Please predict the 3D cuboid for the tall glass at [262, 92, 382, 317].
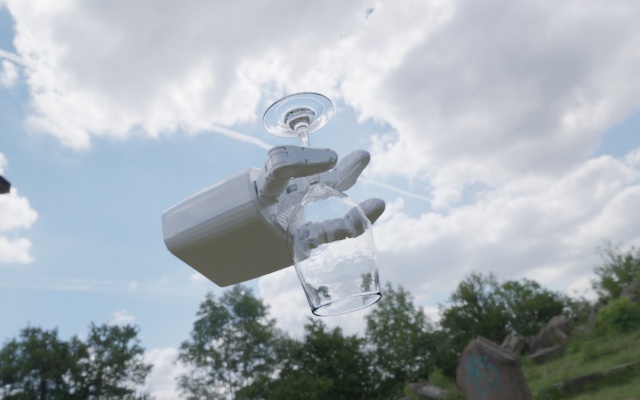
[{"bbox_3d":[0.000,0.001,0.445,0.079,0.201,0.079,-12,-25,-6],"label":"tall glass"}]
